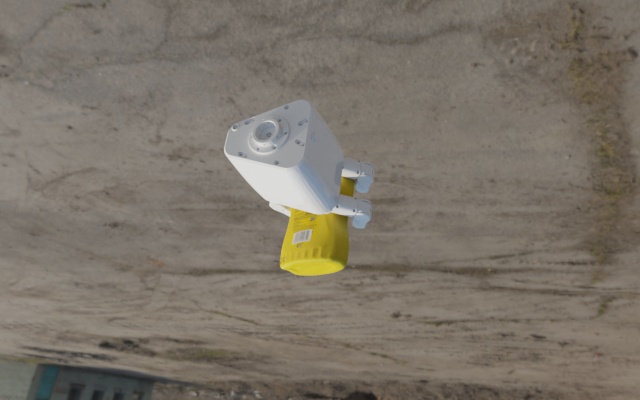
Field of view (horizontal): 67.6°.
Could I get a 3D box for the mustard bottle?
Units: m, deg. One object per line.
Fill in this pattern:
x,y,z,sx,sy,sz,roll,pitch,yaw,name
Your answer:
0.000,0.003,0.651,0.096,0.191,0.058,-16,-34,41,mustard bottle
